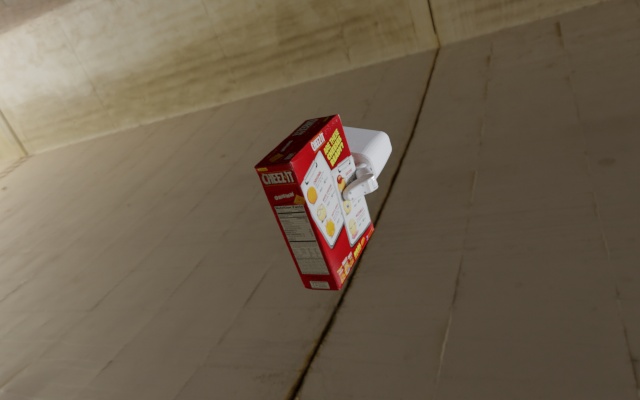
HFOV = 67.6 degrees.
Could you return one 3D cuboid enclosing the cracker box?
[{"bbox_3d":[0.000,0.003,0.724,0.072,0.214,0.164,-5,28,30],"label":"cracker box"}]
